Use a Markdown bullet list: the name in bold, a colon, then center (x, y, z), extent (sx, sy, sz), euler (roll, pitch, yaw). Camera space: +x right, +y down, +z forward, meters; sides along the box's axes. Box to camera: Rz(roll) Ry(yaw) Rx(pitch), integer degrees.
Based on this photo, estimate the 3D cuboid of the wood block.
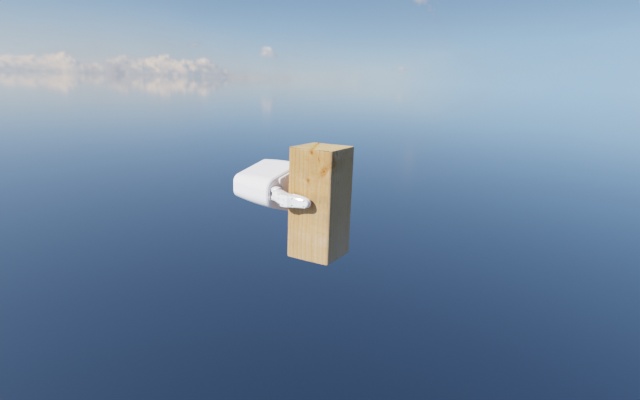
- **wood block**: center (0.000, 0.003, 0.885), extent (0.090, 0.206, 0.091), euler (10, 16, 29)
